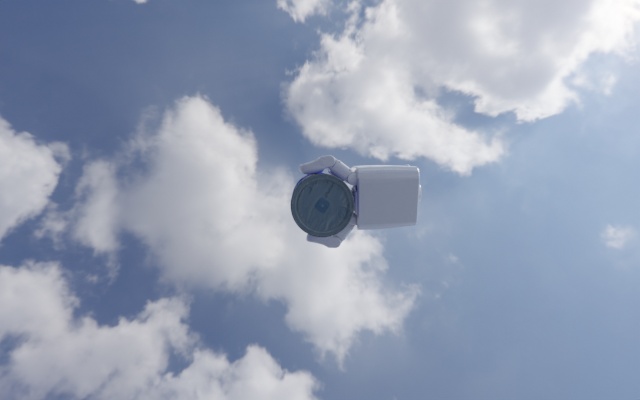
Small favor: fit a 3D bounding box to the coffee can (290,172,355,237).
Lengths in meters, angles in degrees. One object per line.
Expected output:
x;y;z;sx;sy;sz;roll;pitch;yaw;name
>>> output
0.000;0.003;0.831;0.103;0.103;0.140;0;5;-3;coffee can
